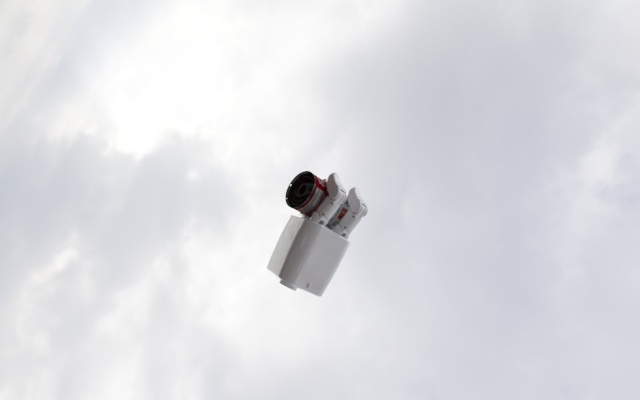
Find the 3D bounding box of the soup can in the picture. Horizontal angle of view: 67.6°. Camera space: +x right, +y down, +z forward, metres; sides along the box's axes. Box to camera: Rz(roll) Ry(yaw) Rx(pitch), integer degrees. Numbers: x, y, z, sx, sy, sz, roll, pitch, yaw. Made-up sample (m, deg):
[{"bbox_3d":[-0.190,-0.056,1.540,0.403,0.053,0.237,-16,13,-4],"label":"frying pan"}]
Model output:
[{"bbox_3d":[0.000,0.002,0.806,0.102,0.068,0.068,32,-21,-37],"label":"soup can"}]
